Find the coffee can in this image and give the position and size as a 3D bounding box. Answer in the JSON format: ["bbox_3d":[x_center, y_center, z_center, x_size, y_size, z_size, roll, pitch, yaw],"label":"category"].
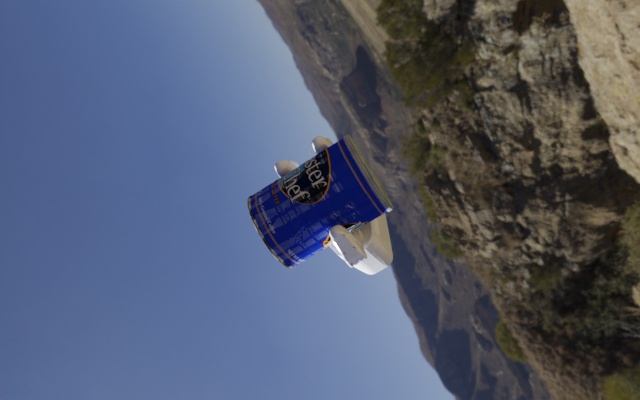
[{"bbox_3d":[0.000,0.002,0.568,0.140,0.103,0.103,-31,-6,10],"label":"coffee can"}]
